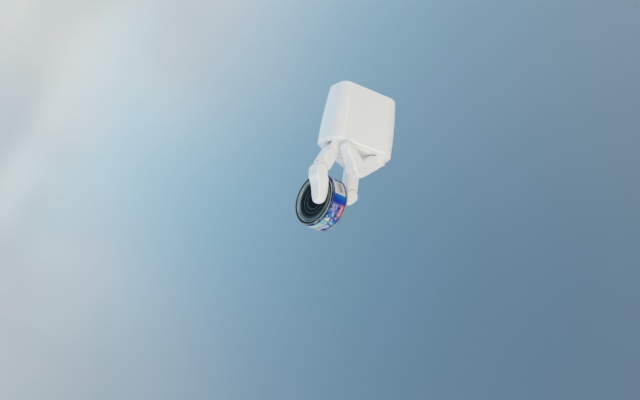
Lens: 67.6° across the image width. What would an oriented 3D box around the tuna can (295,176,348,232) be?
[{"bbox_3d":[0.000,0.002,0.738,0.034,0.086,0.086,23,-15,-39],"label":"tuna can"}]
